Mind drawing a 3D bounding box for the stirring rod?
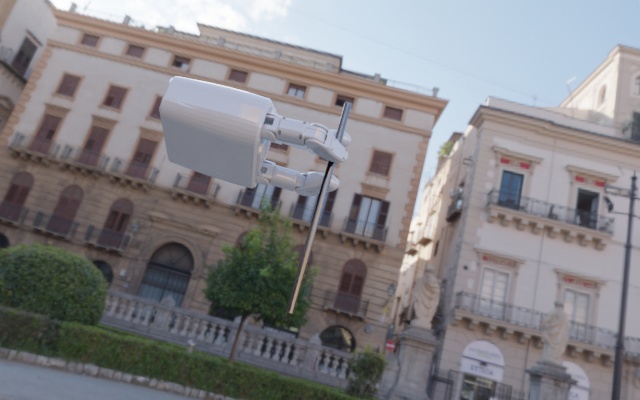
[{"bbox_3d":[0.000,0.002,0.512,0.011,0.239,0.011,14,-17,4],"label":"stirring rod"}]
